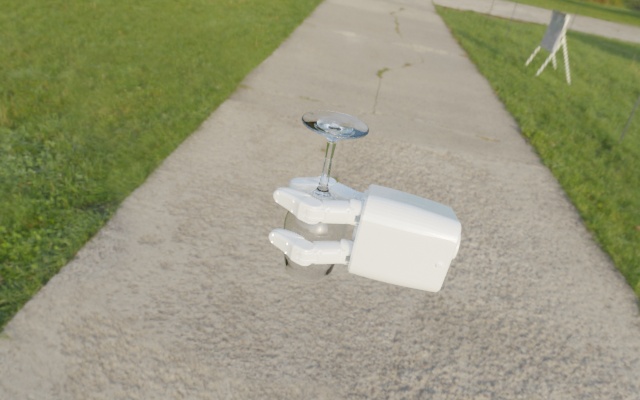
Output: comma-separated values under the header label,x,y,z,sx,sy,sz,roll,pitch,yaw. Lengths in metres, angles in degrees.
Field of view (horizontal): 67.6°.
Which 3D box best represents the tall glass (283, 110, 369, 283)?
label,x,y,z,sx,sy,sz,roll,pitch,yaw
tall glass,0.000,0.001,0.564,0.079,0.201,0.079,8,30,-5
